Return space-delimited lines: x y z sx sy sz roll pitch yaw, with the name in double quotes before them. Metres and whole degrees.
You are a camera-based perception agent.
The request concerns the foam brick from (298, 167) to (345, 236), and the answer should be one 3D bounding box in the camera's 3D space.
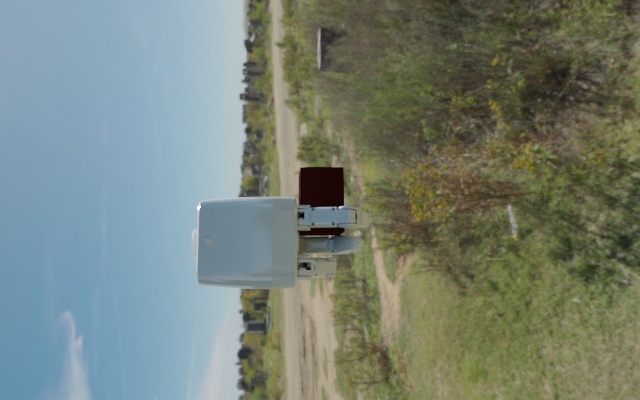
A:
"foam brick" 0.000 0.002 0.566 0.051 0.078 0.053 0 -8 -4
